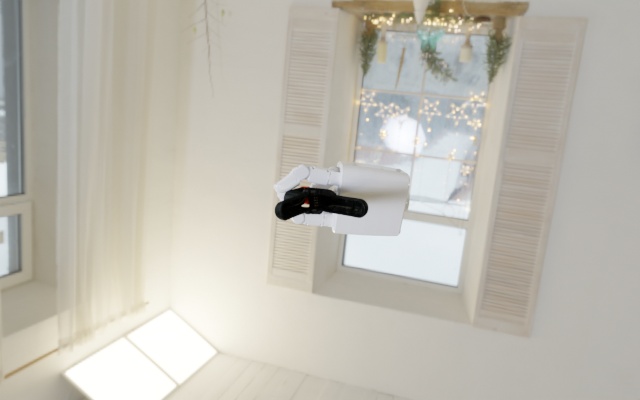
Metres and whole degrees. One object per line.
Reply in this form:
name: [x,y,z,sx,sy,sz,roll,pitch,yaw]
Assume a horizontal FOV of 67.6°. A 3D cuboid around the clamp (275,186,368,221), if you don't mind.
clamp: [0.000,0.003,0.675,0.120,0.039,0.171,5,10,-3]
